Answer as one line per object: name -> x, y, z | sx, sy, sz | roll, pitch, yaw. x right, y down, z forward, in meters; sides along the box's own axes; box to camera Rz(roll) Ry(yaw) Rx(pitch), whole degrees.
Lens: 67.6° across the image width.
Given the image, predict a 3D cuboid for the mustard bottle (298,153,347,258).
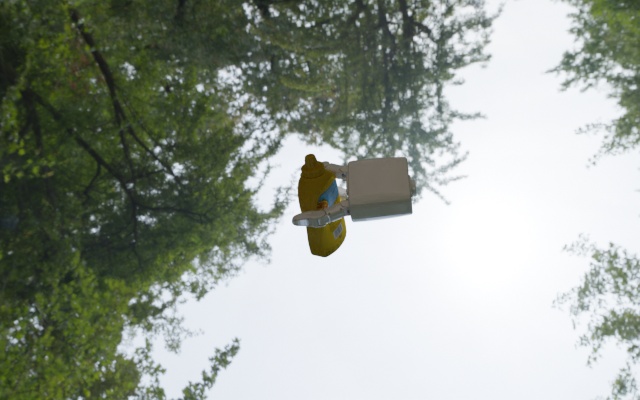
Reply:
mustard bottle -> 0.000, 0.003, 0.860 | 0.058, 0.192, 0.096 | 10, 39, 30
